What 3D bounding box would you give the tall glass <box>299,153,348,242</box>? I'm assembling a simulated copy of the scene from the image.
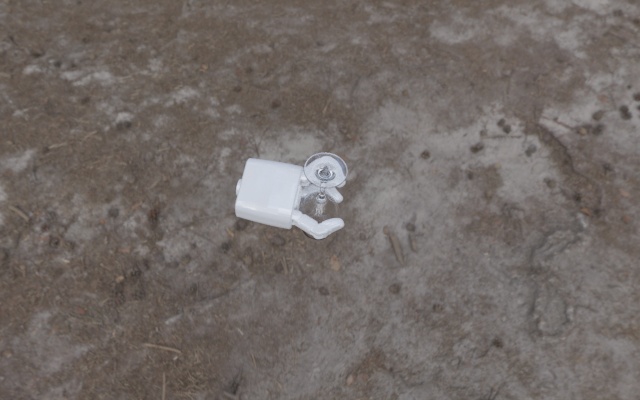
[{"bbox_3d":[0.000,0.003,0.883,0.079,0.079,0.201,0,-33,-6],"label":"tall glass"}]
